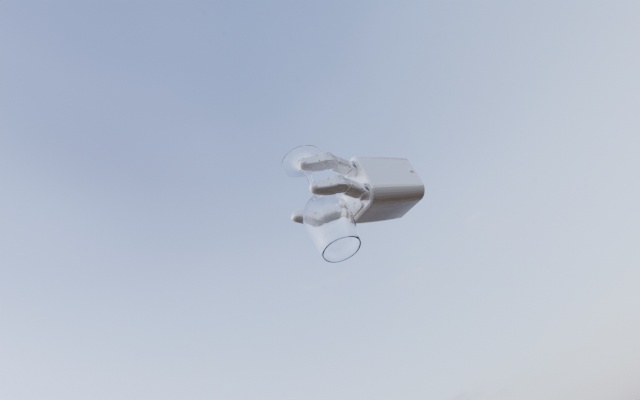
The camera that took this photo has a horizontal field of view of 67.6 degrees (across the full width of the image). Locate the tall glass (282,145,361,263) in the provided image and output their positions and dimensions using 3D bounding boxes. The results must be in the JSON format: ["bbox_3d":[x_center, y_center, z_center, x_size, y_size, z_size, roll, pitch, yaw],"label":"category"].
[{"bbox_3d":[0.000,0.002,0.770,0.079,0.201,0.079,-14,-40,-12],"label":"tall glass"}]
